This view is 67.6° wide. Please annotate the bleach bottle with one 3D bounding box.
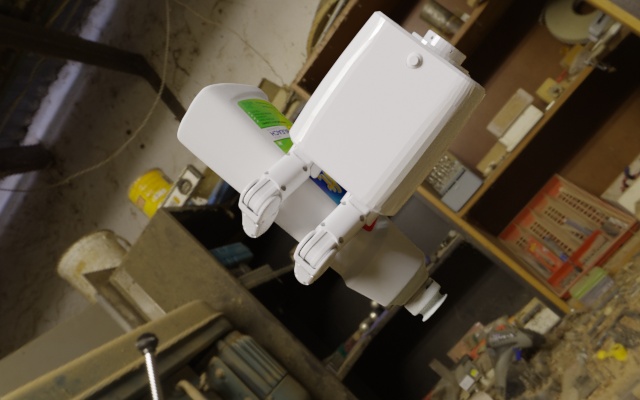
[{"bbox_3d":[0.000,0.001,0.403,0.251,0.068,0.102,41,22,12],"label":"bleach bottle"}]
